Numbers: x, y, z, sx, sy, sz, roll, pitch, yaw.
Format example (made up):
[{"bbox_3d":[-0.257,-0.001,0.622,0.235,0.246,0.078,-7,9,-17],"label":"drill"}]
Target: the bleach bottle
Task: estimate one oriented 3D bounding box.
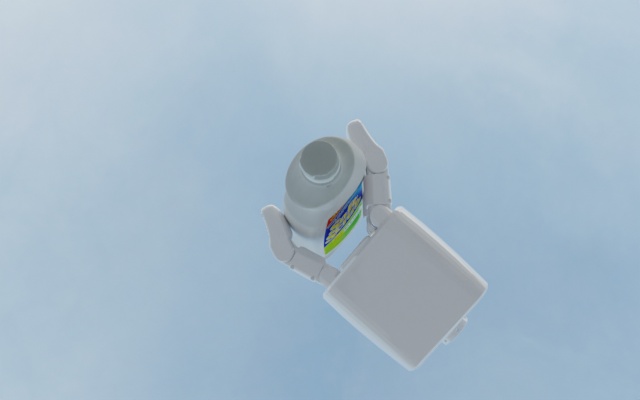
[{"bbox_3d":[0.000,0.001,0.478,0.068,0.102,0.251,41,-7,11],"label":"bleach bottle"}]
